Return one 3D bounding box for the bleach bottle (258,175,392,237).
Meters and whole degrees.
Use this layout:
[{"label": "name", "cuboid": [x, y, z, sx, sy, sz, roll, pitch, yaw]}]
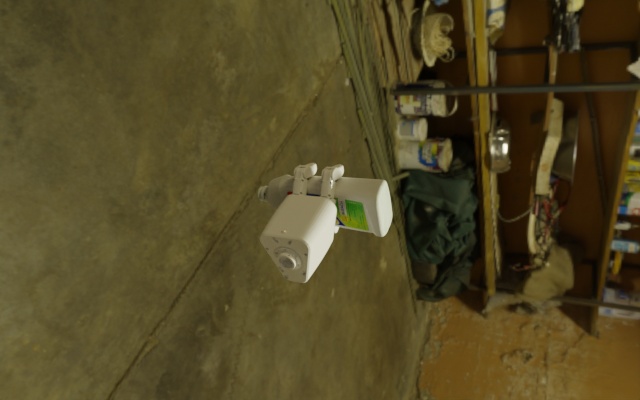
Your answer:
[{"label": "bleach bottle", "cuboid": [0.000, 0.003, 0.881, 0.251, 0.103, 0.068, 5, 40, 25]}]
